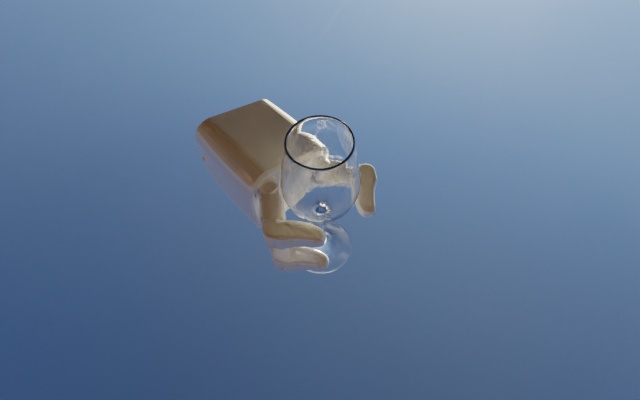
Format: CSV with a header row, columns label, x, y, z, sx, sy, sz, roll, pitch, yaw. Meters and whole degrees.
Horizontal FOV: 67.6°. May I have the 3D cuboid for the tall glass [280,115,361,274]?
label,x,y,z,sx,sy,sz,roll,pitch,yaw
tall glass,0.000,0.002,0.497,0.079,0.079,0.201,0,-32,0
